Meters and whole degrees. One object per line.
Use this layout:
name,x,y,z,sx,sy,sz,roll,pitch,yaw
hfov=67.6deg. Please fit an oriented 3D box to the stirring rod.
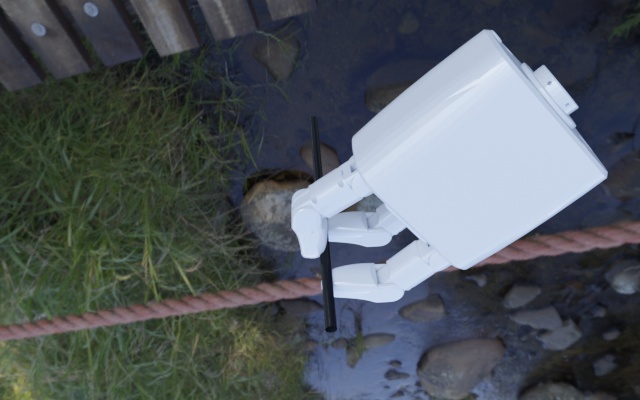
stirring rod,0.000,0.001,0.400,0.011,0.011,0.239,0,44,-5
